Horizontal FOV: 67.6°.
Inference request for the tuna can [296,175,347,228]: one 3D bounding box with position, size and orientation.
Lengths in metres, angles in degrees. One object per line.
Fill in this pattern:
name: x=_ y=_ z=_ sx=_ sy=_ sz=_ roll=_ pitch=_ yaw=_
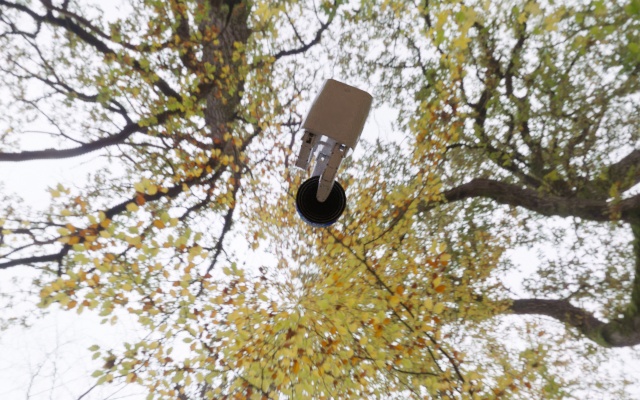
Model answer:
tuna can: x=0.000 y=0.003 z=0.816 sx=0.086 sy=0.086 sz=0.034 roll=0 pitch=-17 yaw=-5
